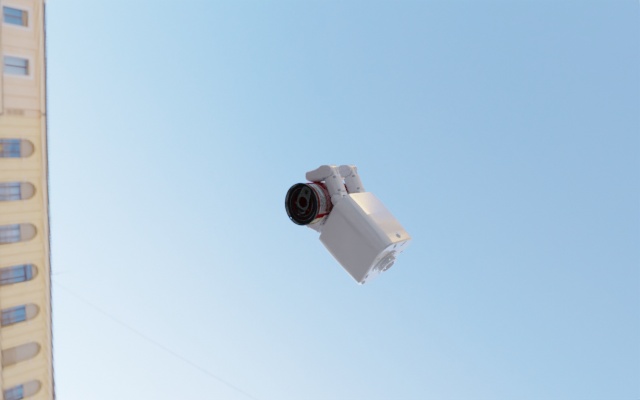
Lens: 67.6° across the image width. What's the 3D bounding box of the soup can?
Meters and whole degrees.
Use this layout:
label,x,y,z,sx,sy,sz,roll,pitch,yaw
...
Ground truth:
label,x,y,z,sx,sy,sz,roll,pitch,yaw
soup can,0.000,0.002,0.783,0.068,0.068,0.102,0,4,38
